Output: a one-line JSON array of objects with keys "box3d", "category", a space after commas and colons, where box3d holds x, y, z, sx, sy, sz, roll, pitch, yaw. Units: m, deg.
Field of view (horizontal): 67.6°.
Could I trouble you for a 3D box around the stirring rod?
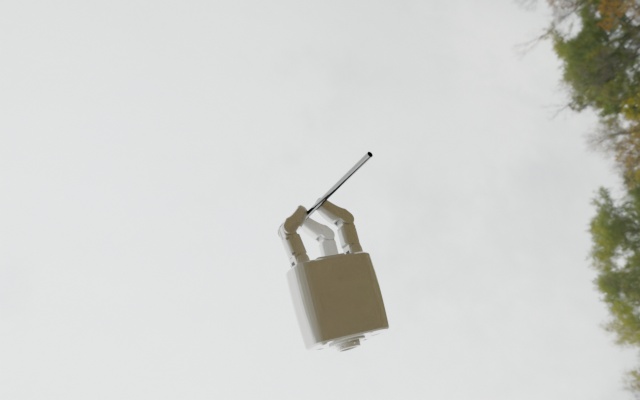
[{"box3d": [0.000, 0.002, 0.653, 0.011, 0.011, 0.240, 0, -28, -33], "category": "stirring rod"}]
